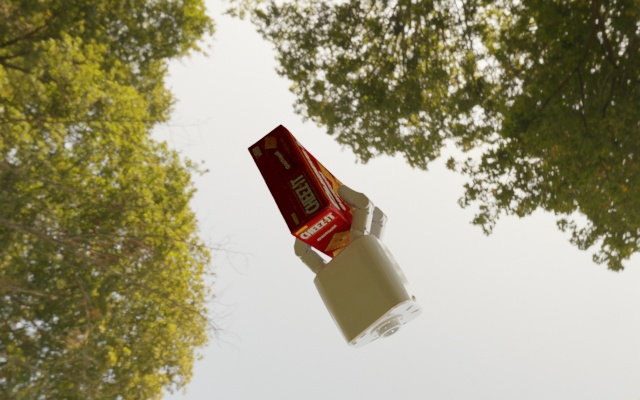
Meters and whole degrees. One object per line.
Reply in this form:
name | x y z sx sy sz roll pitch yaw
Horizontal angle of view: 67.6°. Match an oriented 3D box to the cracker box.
cracker box | 0.000 0.003 0.722 0.072 0.164 0.214 -36 -32 9
